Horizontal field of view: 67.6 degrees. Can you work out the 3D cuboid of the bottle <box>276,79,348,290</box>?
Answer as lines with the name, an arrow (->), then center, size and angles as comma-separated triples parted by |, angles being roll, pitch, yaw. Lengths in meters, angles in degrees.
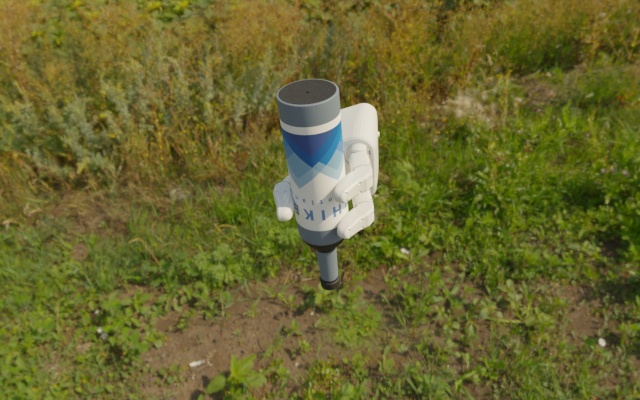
bottle -> 0.000, 0.002, 0.591 | 0.069, 0.296, 0.069 | -4, 37, 3
